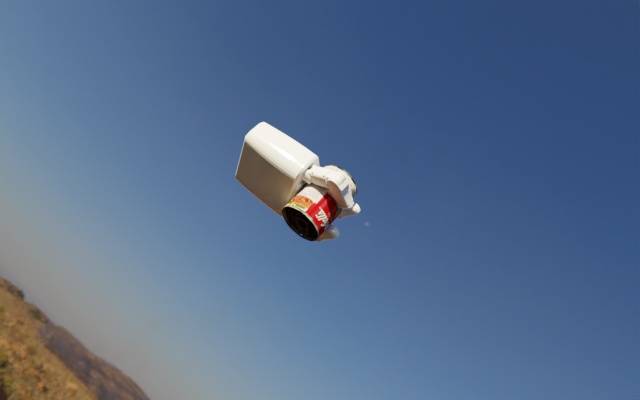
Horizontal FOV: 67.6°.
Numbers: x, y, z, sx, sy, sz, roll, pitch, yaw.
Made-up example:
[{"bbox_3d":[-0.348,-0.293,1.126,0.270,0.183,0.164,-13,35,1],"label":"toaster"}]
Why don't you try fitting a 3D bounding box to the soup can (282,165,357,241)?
[{"bbox_3d":[0.001,0.002,0.717,0.068,0.068,0.102,0,39,51],"label":"soup can"}]
